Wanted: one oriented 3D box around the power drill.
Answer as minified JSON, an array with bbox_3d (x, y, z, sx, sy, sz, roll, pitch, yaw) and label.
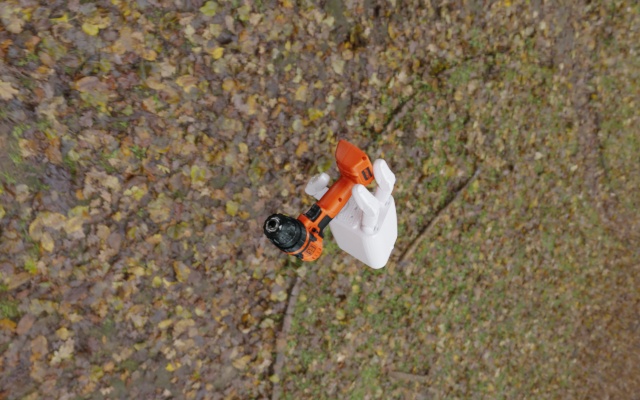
[{"bbox_3d":[0.001,0.002,0.721,0.057,0.187,0.184,37,-4,20],"label":"power drill"}]
